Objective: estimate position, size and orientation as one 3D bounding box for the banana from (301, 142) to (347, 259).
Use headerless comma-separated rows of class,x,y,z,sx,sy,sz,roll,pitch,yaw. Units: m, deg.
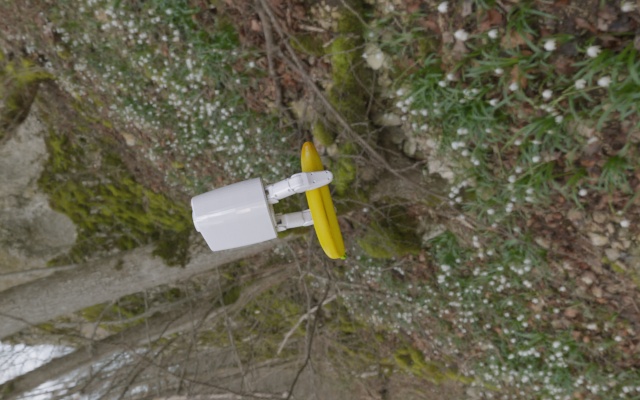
banana,0.002,0.009,0.726,0.037,0.198,0.069,-16,10,0
